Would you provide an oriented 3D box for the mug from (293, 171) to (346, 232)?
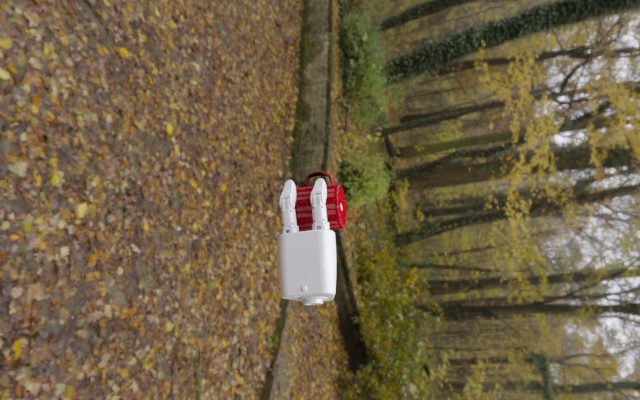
[{"bbox_3d":[0.000,0.001,0.873,0.081,0.117,0.093,-6,-17,13],"label":"mug"}]
